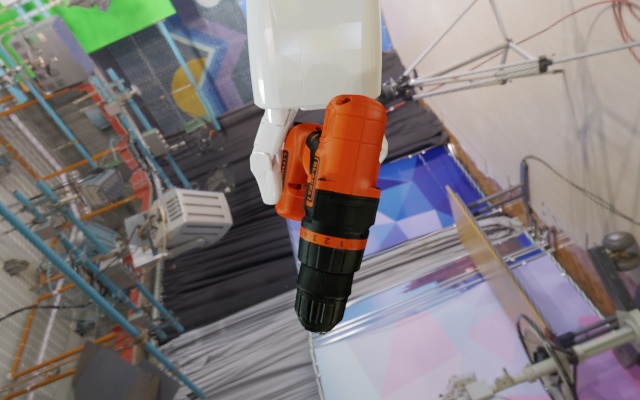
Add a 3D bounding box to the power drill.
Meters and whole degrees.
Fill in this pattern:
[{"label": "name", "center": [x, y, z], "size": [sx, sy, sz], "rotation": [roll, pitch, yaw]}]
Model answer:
[{"label": "power drill", "center": [0.000, 0.001, 0.428], "size": [0.057, 0.184, 0.187], "rotation": [10, 8, -15]}]
